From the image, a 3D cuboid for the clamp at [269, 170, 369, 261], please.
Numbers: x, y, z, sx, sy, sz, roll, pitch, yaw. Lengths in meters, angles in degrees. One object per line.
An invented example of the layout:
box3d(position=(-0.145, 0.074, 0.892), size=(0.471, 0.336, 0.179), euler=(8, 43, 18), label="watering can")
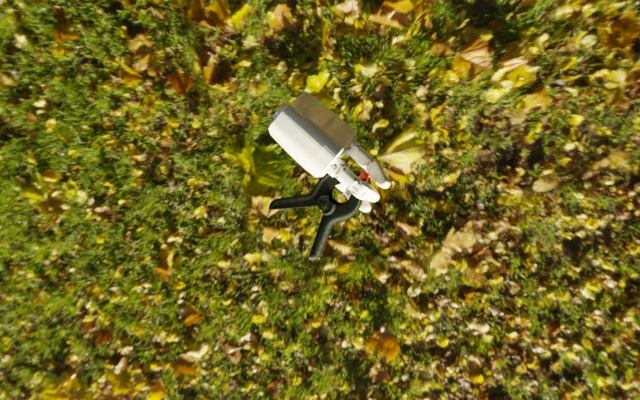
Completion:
box3d(position=(0.000, 0.003, 0.768), size=(0.120, 0.171, 0.039), euler=(42, 15, -3), label="clamp")
